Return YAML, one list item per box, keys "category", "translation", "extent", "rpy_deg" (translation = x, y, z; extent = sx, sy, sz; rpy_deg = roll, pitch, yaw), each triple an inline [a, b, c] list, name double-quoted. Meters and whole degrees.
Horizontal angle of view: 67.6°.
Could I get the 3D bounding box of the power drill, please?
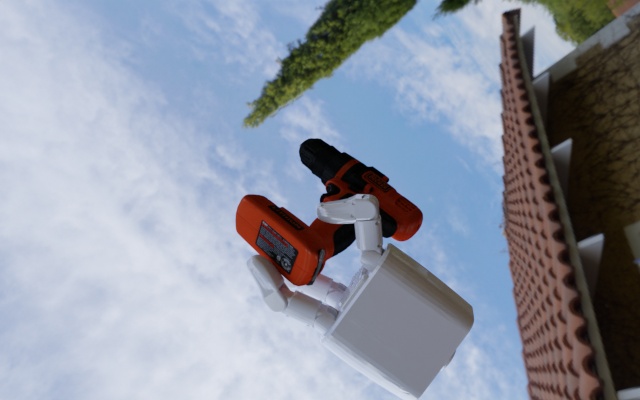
- category: "power drill"
  translation: [0.000, 0.002, 0.531]
  extent: [0.184, 0.057, 0.187]
  rpy_deg: [37, 41, 25]
